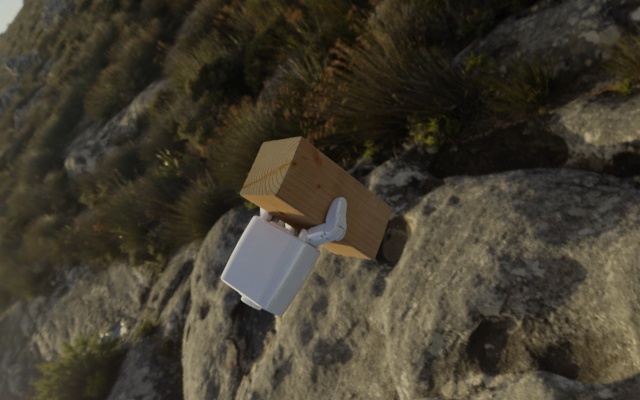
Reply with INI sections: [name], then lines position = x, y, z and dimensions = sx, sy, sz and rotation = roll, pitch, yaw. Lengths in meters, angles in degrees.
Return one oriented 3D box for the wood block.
[wood block]
position = 0.000, 0.003, 0.701
dimensions = 0.206, 0.090, 0.091
rotation = 35, -22, -36
